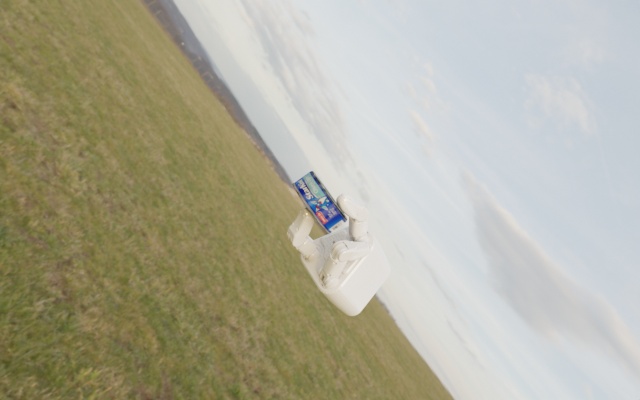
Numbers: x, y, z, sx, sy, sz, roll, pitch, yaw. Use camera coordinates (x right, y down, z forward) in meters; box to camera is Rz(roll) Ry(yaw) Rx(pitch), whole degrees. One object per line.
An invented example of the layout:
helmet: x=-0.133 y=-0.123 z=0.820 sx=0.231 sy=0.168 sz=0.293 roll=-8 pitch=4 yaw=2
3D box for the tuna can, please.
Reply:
tuna can: x=0.001 y=0.002 z=0.651 sx=0.034 sy=0.086 sz=0.086 roll=-36 pitch=-2 yaw=3
